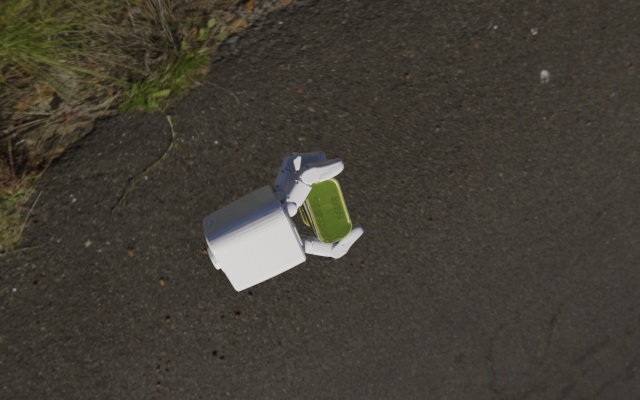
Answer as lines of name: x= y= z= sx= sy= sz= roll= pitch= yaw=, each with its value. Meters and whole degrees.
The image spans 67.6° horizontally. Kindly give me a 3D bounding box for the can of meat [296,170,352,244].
can of meat: x=0.000 y=0.002 z=0.683 sx=0.057 sy=0.102 sz=0.084 roll=-22 pitch=22 yaw=-8
